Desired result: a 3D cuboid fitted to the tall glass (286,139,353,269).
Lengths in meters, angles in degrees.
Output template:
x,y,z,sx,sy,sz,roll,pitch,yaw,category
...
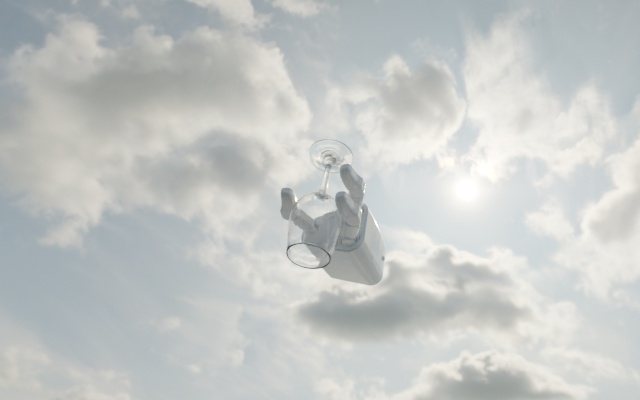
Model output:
x,y,z,sx,sy,sz,roll,pitch,yaw,category
0.000,0.002,0.712,0.079,0.201,0.079,7,-41,6,tall glass
